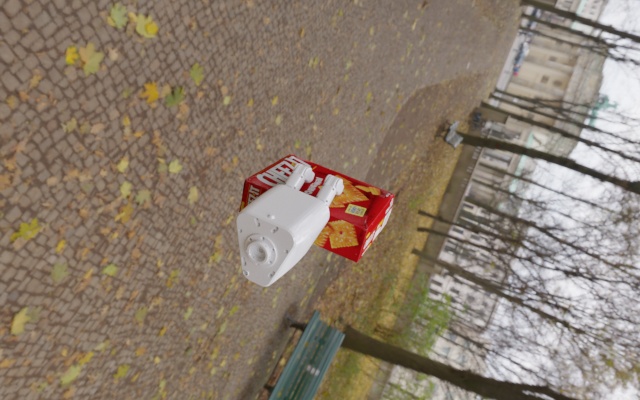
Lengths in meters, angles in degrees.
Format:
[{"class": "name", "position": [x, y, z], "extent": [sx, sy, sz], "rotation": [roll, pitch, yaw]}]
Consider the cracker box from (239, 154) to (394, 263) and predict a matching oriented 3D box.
[{"class": "cracker box", "position": [0.000, 0.003, 0.801], "extent": [0.213, 0.072, 0.164], "rotation": [23, 28, 16]}]
